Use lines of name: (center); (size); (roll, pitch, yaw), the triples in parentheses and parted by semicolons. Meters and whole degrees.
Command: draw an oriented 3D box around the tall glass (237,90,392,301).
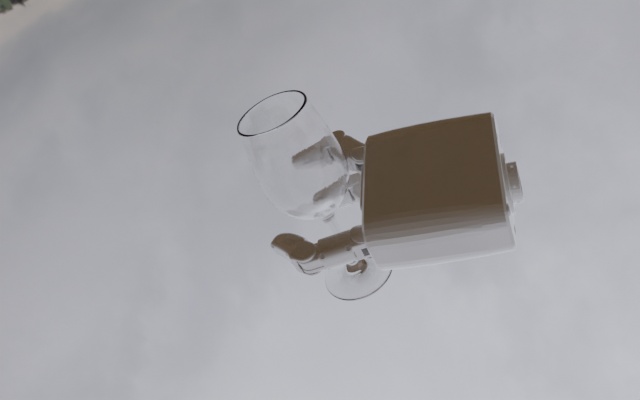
tall glass: (0.000, 0.002, 0.434); (0.079, 0.201, 0.079); (-19, 37, 15)
